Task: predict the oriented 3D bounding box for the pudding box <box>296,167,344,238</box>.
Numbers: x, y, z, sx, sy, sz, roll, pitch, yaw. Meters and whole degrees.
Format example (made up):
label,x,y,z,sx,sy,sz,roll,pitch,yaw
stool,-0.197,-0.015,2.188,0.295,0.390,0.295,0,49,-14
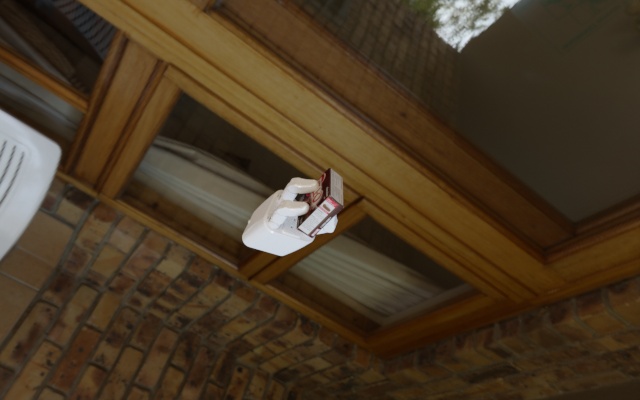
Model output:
label,x,y,z,sx,sy,sz,roll,pitch,yaw
pudding box,0.000,0.003,0.857,0.039,0.090,0.113,35,24,-19
